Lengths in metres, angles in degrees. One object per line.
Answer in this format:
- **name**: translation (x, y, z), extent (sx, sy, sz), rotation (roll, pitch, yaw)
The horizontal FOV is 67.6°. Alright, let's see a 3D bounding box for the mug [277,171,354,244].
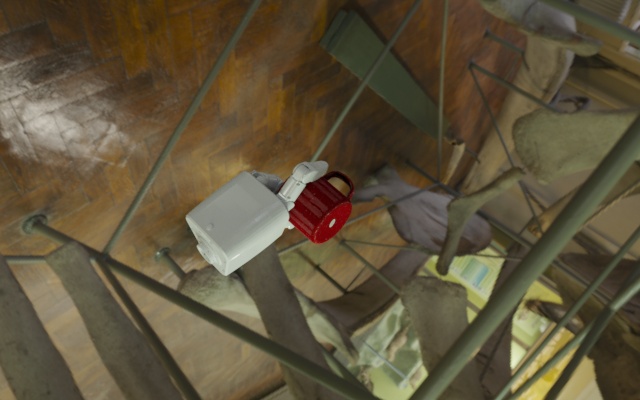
- **mug**: translation (0.001, 0.002, 0.702), extent (0.117, 0.081, 0.093), rotation (-39, -26, -22)
